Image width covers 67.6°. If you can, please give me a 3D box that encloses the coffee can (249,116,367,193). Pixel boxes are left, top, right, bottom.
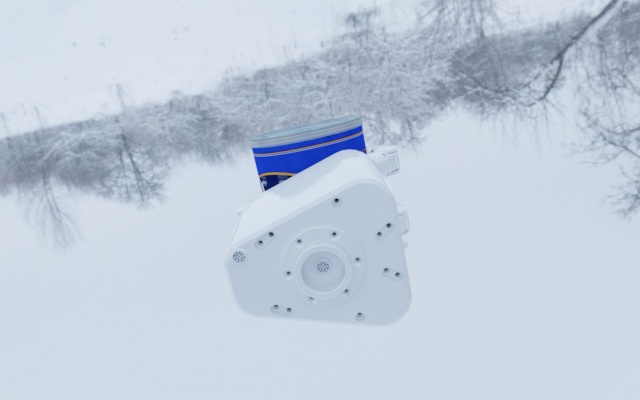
[{"bbox_3d":[0.000,0.001,0.440,0.103,0.140,0.102,-11,13,3],"label":"coffee can"}]
